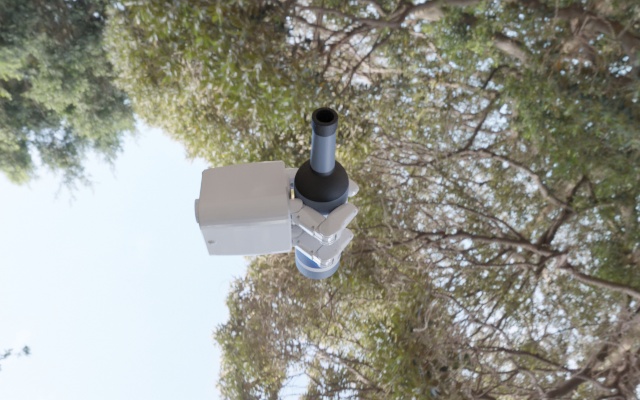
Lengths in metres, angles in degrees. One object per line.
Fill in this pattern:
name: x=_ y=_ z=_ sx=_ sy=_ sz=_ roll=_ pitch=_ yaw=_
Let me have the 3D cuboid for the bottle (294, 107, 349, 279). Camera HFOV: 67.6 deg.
bottle: x=0.000 y=0.002 z=0.600 sx=0.069 sy=0.069 sz=0.296 roll=0 pitch=-36 yaw=-2
